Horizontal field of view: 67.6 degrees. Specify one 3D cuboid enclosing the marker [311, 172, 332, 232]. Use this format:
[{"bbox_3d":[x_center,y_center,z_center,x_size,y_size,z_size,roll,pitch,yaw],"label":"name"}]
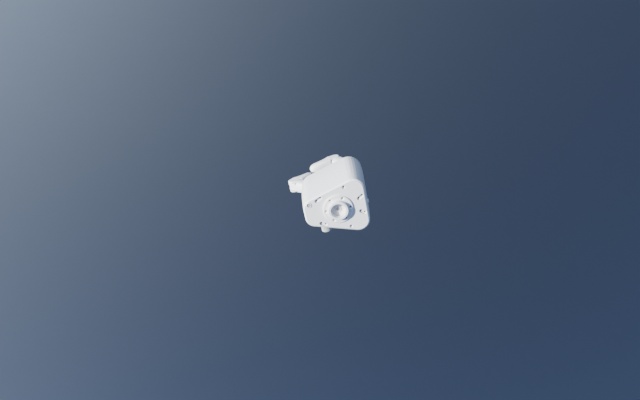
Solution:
[{"bbox_3d":[0.000,0.003,0.899,0.020,0.121,0.020,-11,23,5],"label":"marker"}]
